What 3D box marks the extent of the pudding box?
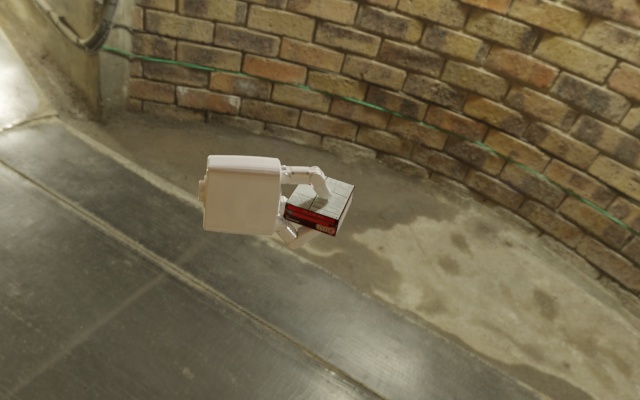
[{"bbox_3d":[0.000,0.002,0.777,0.090,0.039,0.113,20,38,8],"label":"pudding box"}]
